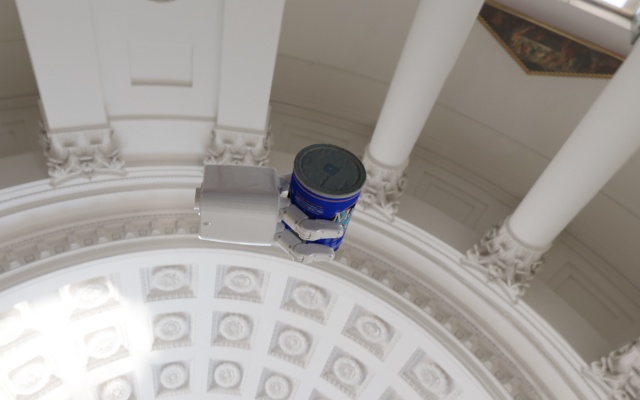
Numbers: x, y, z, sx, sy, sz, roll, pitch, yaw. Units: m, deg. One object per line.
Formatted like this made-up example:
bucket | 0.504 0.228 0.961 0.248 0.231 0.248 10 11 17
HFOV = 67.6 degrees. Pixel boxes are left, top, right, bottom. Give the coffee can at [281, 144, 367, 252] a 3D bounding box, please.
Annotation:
coffee can | 0.000 0.002 0.704 0.103 0.102 0.140 0 -42 -16
